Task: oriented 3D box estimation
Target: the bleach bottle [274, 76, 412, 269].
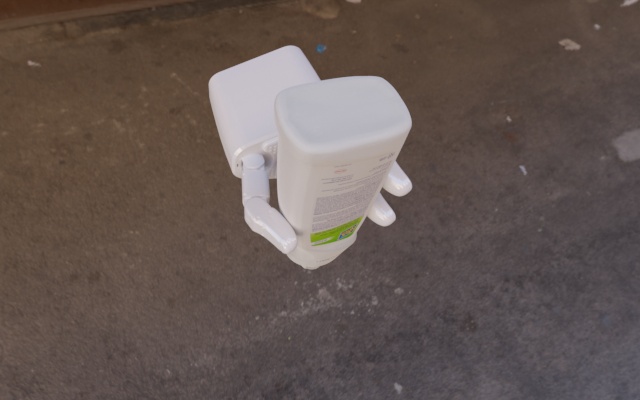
[{"bbox_3d":[0.000,0.001,0.445,0.102,0.068,0.251,-14,-29,-19],"label":"bleach bottle"}]
